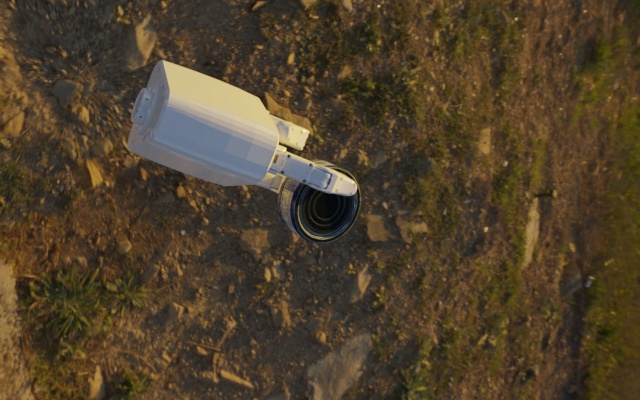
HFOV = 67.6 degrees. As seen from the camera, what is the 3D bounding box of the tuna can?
[{"bbox_3d":[0.000,0.002,0.507,0.086,0.086,0.033,0,15,-33],"label":"tuna can"}]
